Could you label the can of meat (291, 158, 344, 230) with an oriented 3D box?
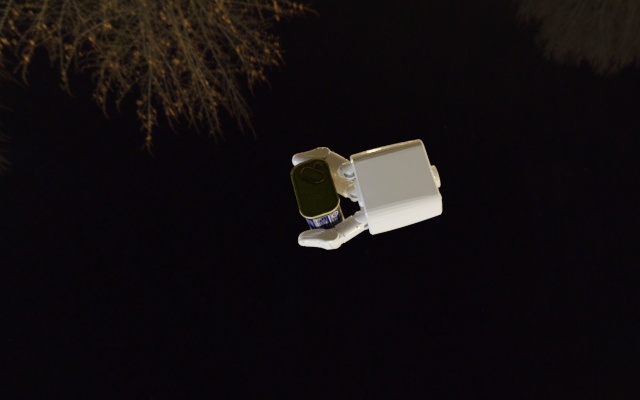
[{"bbox_3d":[0.000,0.003,0.711,0.057,0.102,0.084,-18,-36,3],"label":"can of meat"}]
